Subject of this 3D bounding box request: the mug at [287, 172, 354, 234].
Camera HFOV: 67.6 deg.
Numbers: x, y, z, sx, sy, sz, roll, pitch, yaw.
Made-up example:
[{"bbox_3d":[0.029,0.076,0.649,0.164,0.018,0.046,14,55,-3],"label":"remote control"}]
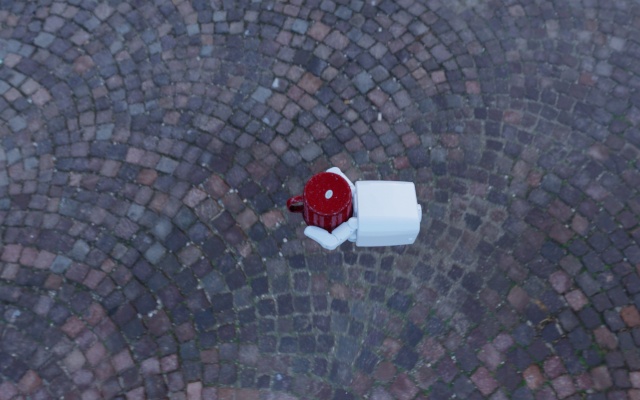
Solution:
[{"bbox_3d":[-0.001,0.003,0.820,0.117,0.093,0.081,-2,-22,0],"label":"mug"}]
